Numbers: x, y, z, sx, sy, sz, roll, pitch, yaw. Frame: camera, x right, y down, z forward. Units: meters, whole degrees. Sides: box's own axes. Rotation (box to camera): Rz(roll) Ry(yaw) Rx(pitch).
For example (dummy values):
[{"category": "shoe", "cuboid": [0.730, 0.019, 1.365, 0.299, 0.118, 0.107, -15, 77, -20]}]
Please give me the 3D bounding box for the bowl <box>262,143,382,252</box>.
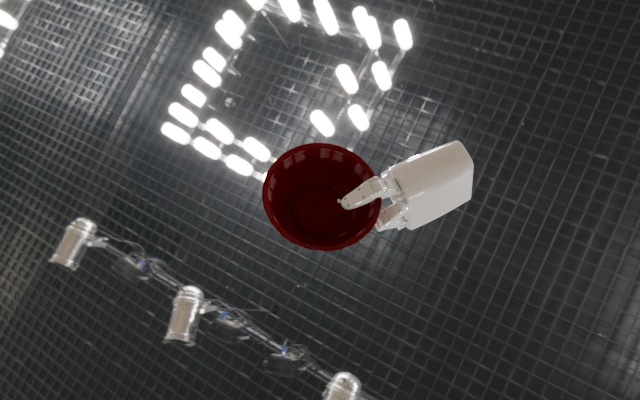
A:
[{"category": "bowl", "cuboid": [-0.001, 0.003, 0.663, 0.162, 0.162, 0.055, 0, -25, -7]}]
